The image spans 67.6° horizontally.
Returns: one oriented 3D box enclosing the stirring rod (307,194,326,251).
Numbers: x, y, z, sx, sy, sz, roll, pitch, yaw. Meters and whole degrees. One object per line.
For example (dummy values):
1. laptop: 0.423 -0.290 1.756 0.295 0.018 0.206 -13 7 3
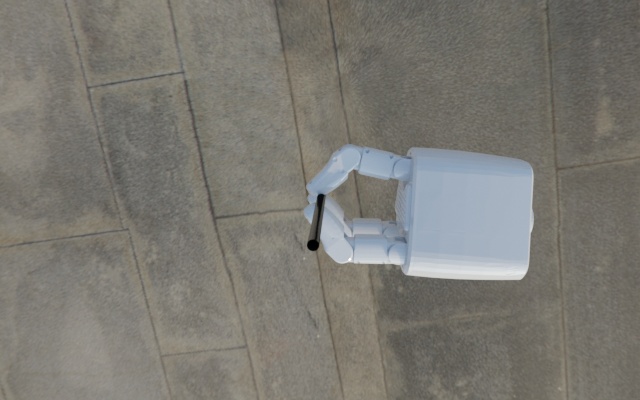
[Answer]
1. stirring rod: 0.000 0.001 0.422 0.011 0.011 0.239 0 13 2
